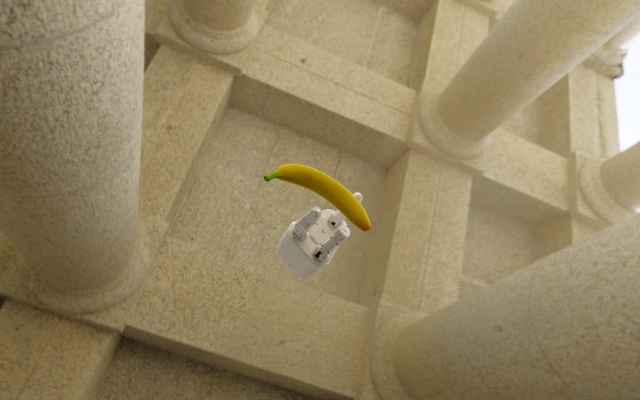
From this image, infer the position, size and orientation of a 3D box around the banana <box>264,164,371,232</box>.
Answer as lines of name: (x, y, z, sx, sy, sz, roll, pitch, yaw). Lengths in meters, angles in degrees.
banana: (0.003, -0.014, 0.808, 0.198, 0.069, 0.037, 26, -31, -8)
